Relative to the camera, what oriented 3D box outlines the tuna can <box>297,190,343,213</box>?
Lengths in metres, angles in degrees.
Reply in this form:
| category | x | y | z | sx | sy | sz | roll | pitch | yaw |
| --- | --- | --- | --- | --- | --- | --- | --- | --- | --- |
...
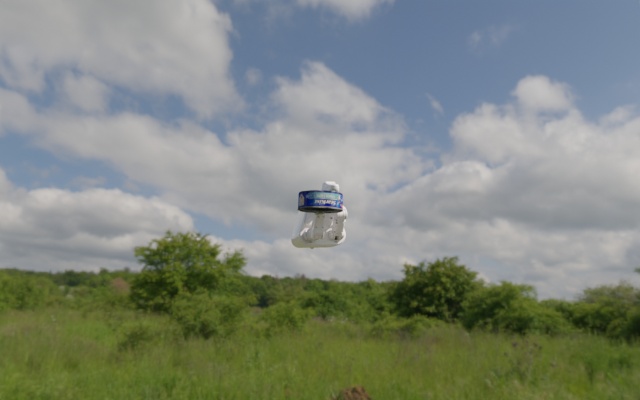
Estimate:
| category | x | y | z | sx | sy | sz | roll | pitch | yaw |
| --- | --- | --- | --- | --- | --- | --- | --- | --- | --- |
| tuna can | 0.000 | 0.002 | 0.897 | 0.086 | 0.033 | 0.086 | 2 | -8 | 0 |
